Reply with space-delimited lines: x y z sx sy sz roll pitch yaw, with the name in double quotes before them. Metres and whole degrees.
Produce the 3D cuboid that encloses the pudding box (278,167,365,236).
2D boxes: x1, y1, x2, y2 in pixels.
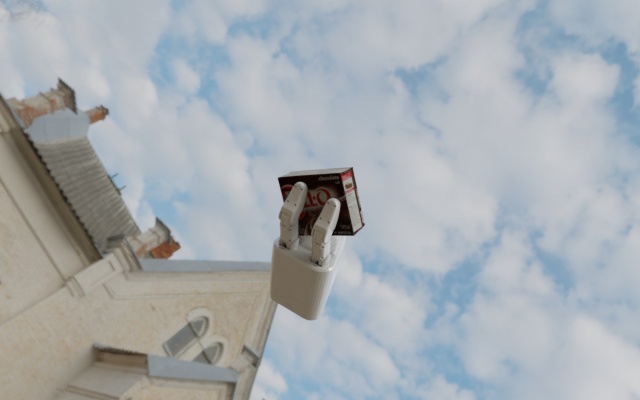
"pudding box" 0.000 0.002 0.671 0.113 0.090 0.039 -3 18 34
